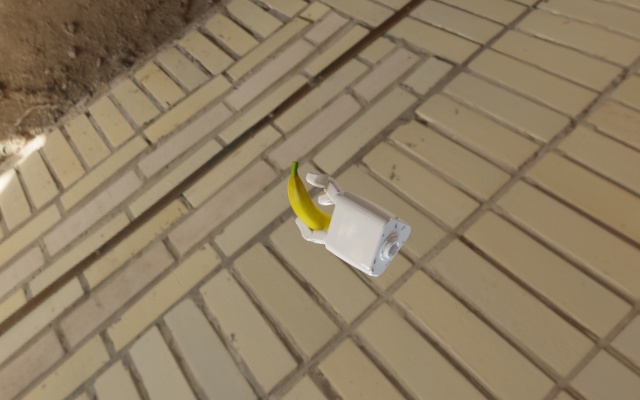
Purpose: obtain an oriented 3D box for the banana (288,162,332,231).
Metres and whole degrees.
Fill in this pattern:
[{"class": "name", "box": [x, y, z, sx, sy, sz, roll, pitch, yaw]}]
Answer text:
[{"class": "banana", "box": [-0.011, 0.016, 0.874, 0.037, 0.069, 0.198, 17, -25, 38]}]
